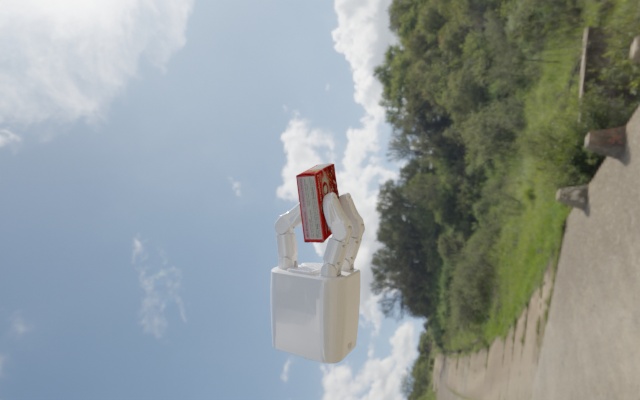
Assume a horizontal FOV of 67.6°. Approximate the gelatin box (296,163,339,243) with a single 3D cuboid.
[{"bbox_3d":[0.000,0.002,0.614,0.030,0.089,0.073,-3,13,21],"label":"gelatin box"}]
